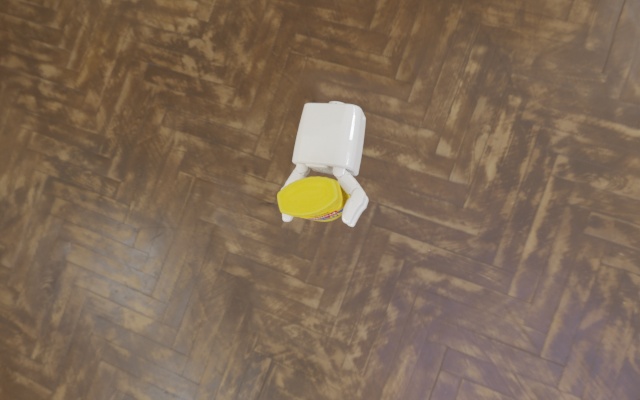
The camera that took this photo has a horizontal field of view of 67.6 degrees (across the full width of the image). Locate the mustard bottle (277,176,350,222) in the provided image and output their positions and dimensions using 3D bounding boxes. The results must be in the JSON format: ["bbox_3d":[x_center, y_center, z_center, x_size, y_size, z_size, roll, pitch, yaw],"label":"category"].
[{"bbox_3d":[0.000,0.003,0.803,0.096,0.058,0.191,-15,-9,11],"label":"mustard bottle"}]
